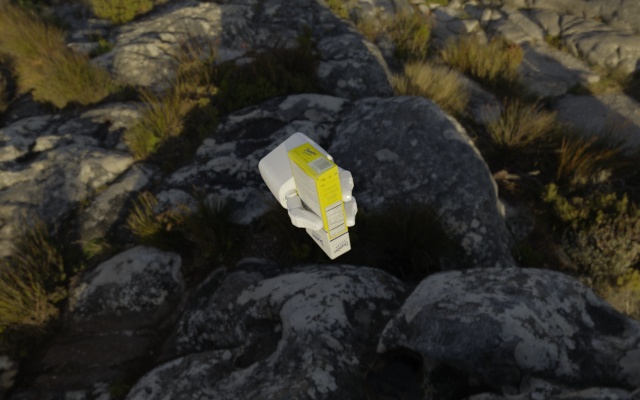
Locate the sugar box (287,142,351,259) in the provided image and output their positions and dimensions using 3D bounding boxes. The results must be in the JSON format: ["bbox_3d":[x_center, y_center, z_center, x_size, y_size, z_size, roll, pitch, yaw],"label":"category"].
[{"bbox_3d":[0.000,0.002,0.781,0.048,0.176,0.093,-29,43,-16],"label":"sugar box"}]
